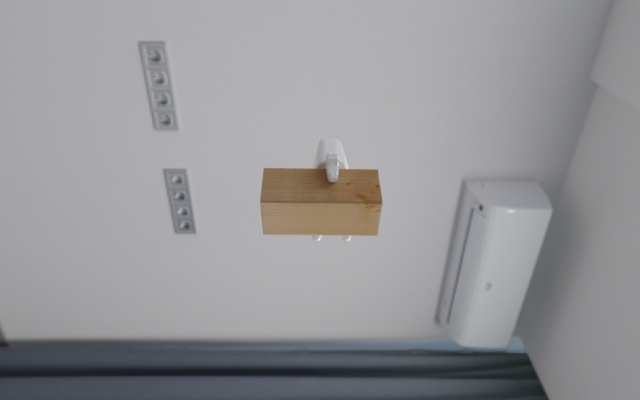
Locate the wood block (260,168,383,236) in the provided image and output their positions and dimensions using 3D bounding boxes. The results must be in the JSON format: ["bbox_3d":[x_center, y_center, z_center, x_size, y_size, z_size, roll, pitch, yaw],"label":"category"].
[{"bbox_3d":[0.000,0.002,0.857,0.206,0.090,0.091,0,-45,-1],"label":"wood block"}]
